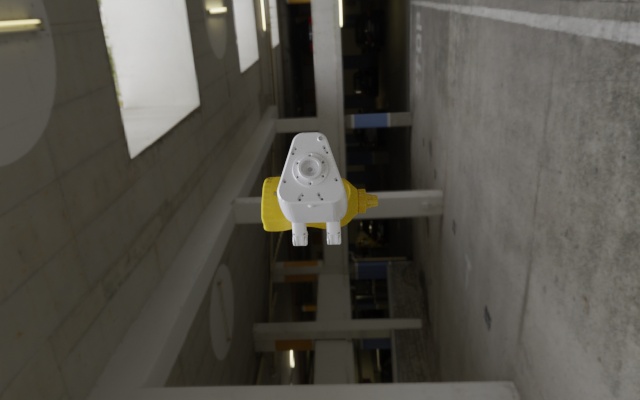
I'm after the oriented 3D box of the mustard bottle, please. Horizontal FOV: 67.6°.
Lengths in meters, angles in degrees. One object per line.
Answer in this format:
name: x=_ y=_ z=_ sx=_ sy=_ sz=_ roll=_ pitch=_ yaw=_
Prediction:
mustard bottle: x=0.000 y=0.003 z=0.803 sx=0.191 sy=0.096 sz=0.058 roll=-2 pitch=-39 yaw=2
